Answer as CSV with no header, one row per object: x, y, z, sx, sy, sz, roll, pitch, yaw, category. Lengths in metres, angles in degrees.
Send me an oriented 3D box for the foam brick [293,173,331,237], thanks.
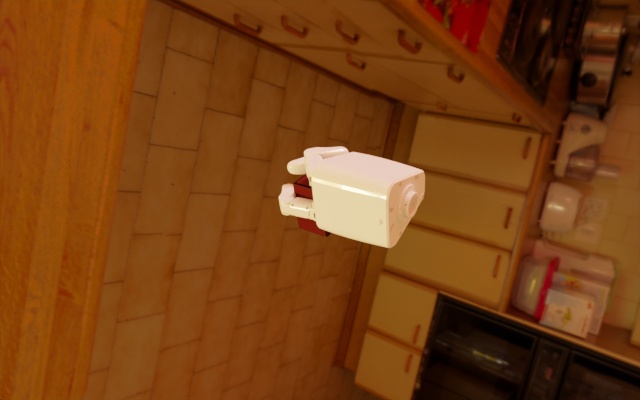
0.000,0.002,0.673,0.051,0.078,0.053,16,38,31,foam brick
